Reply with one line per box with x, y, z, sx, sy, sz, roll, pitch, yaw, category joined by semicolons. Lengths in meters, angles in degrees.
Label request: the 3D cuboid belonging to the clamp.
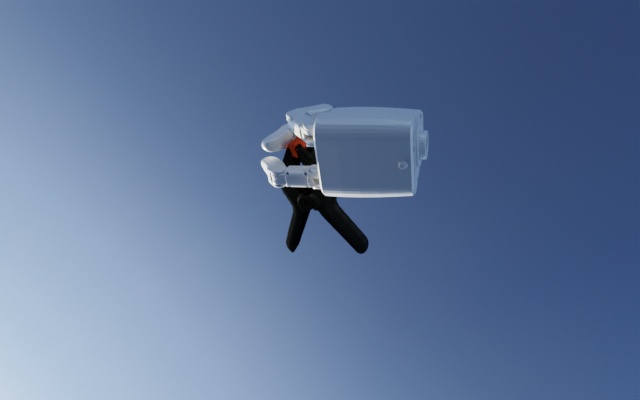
0.000;0.002;0.616;0.120;0.172;0.039;3;33;18;clamp
